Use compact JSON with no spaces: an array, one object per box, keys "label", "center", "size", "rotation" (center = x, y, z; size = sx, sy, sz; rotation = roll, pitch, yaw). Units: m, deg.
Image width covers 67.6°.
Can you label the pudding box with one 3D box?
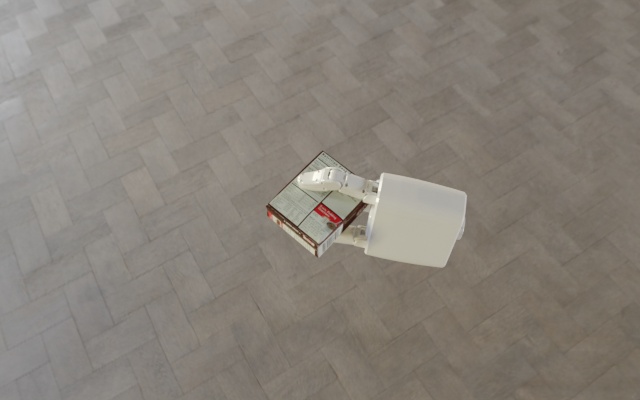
[{"label":"pudding box","center":[0.000,0.002,0.612],"size":[0.090,0.113,0.039],"rotation":[38,-25,17]}]
